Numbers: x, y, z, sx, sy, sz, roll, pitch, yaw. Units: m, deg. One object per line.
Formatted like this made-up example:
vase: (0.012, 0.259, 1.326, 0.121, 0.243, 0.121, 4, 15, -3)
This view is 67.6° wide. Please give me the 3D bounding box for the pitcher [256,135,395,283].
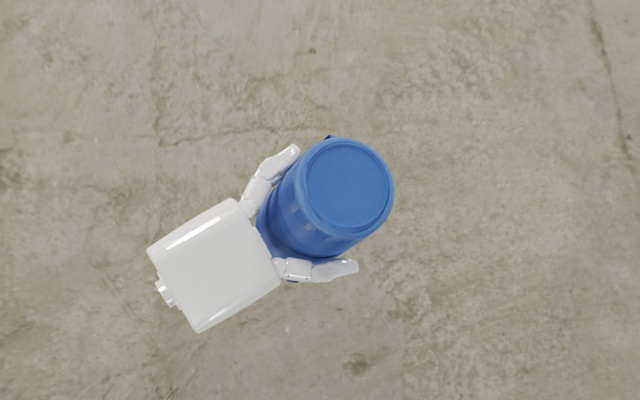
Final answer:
pitcher: (0.000, 0.002, 0.591, 0.145, 0.149, 0.243, -30, -5, -19)
